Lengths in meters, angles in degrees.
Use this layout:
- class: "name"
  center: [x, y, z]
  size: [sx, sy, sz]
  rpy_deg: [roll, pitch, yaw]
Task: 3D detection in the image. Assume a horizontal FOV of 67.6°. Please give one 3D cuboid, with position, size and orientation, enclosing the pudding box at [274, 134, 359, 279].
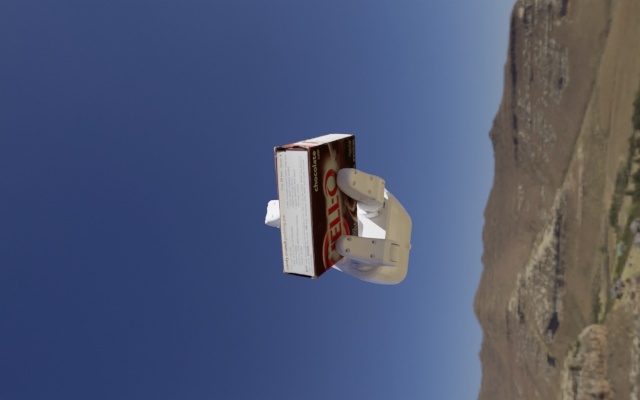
- class: "pudding box"
  center: [0.000, 0.001, 0.426]
  size: [0.039, 0.113, 0.090]
  rpy_deg: [1, 14, 27]
